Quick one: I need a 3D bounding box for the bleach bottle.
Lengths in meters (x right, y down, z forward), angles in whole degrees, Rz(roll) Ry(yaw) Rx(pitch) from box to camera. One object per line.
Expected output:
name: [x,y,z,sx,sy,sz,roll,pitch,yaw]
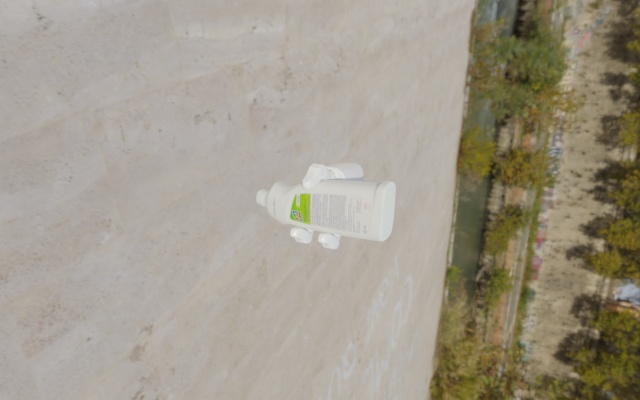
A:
bleach bottle: [0.000,0.003,0.835,0.251,0.102,0.068,9,14,25]
